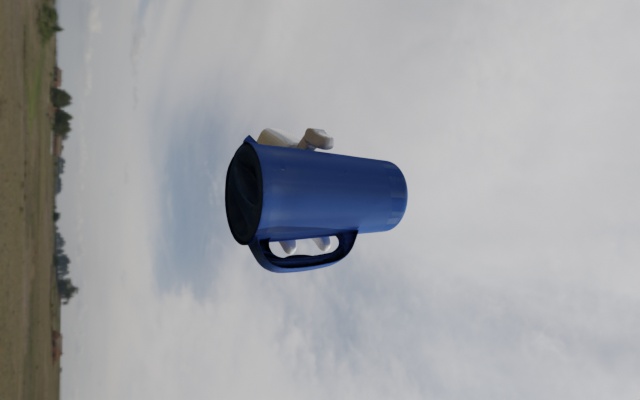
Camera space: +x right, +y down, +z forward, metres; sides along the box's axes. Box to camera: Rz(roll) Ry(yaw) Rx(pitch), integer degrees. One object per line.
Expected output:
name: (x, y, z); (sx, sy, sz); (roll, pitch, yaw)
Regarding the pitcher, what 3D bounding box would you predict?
pitcher: (0.000, 0.002, 0.662); (0.243, 0.149, 0.145); (1, 20, -30)
